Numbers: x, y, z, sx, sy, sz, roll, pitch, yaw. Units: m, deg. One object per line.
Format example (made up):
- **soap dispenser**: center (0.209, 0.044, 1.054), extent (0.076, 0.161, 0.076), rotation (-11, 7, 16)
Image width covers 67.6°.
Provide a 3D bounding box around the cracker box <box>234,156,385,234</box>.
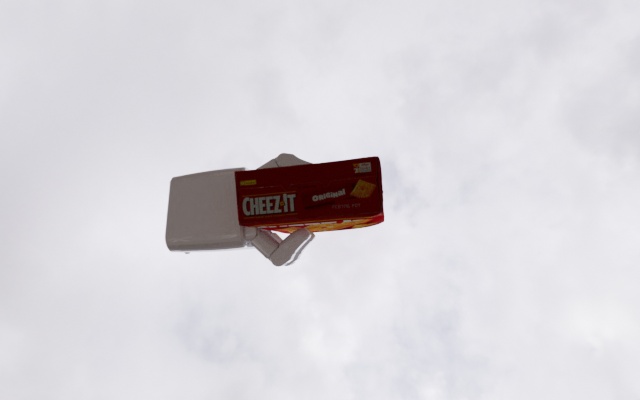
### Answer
- **cracker box**: center (0.000, 0.002, 0.622), extent (0.164, 0.072, 0.214), rotation (-6, -6, 7)
